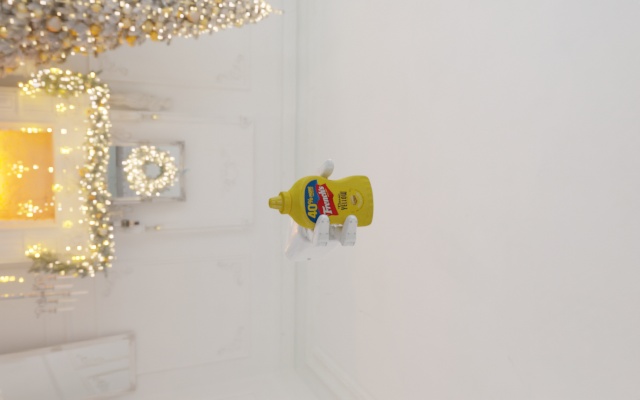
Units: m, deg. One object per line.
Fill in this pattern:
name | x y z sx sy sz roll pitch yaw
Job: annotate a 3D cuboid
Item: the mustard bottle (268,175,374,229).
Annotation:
mustard bottle | 0.001 0.003 0.859 0.191 0.096 0.058 -1 -4 -23
